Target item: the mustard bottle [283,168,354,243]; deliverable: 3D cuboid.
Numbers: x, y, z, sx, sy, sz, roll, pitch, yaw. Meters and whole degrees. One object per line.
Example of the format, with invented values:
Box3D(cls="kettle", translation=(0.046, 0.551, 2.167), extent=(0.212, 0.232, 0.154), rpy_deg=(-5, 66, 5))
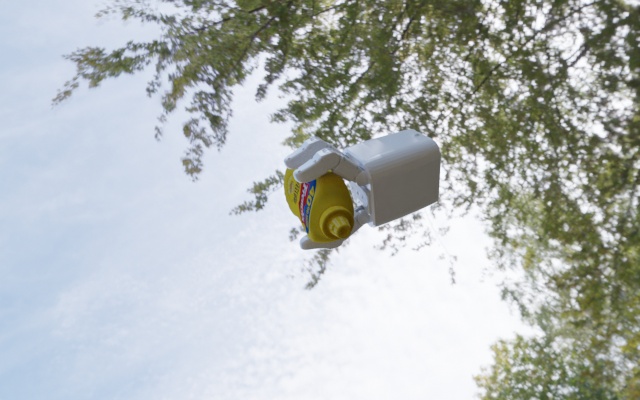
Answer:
Box3D(cls="mustard bottle", translation=(0.000, 0.002, 0.635), extent=(0.058, 0.096, 0.191), rpy_deg=(4, 20, -20))
